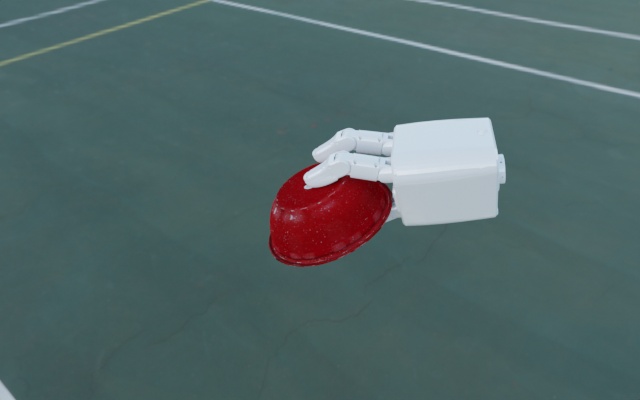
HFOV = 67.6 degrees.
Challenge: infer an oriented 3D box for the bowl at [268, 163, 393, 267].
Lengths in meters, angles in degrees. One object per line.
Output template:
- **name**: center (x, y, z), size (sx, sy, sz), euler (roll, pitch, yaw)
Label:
- **bowl**: center (-0.001, 0.002, 0.564), size (0.162, 0.055, 0.162), euler (-20, 31, 13)
